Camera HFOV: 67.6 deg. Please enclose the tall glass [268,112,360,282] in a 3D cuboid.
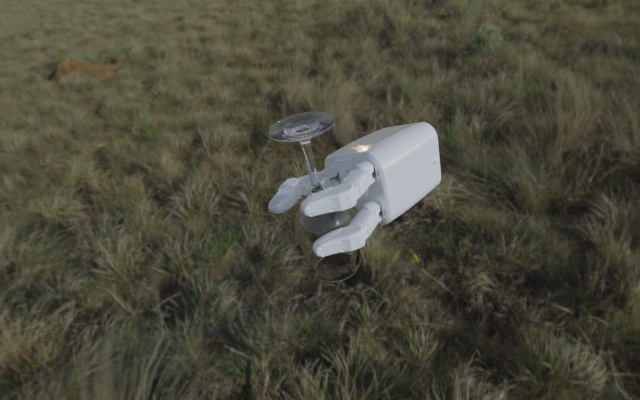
[{"bbox_3d":[0.000,0.001,0.567,0.079,0.201,0.079,-10,30,6],"label":"tall glass"}]
